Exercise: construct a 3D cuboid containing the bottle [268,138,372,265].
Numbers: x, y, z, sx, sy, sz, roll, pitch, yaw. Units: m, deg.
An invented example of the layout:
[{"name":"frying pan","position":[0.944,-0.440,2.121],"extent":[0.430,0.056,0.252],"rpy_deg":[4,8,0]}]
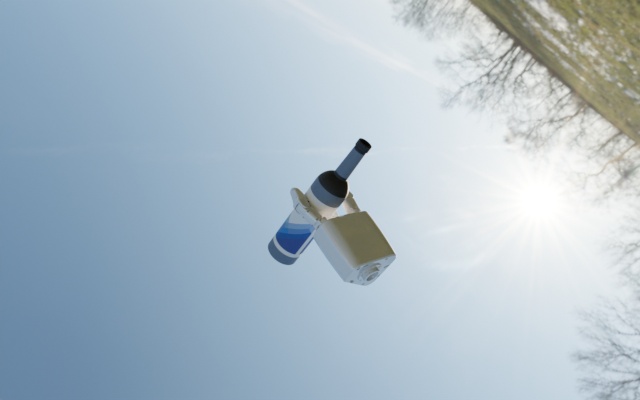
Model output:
[{"name":"bottle","position":[0.000,0.003,0.900],"extent":[0.069,0.069,0.296],"rpy_deg":[0,-44,-48]}]
